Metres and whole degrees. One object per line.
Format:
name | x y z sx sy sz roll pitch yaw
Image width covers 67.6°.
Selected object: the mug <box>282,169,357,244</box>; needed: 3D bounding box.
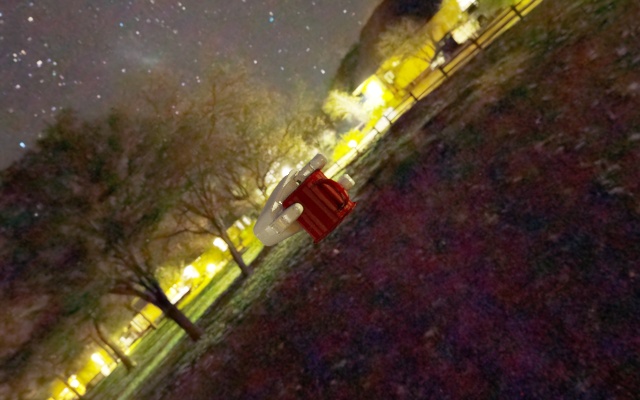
mug | 0.001 0.002 0.730 0.093 0.081 0.117 -47 5 -32
